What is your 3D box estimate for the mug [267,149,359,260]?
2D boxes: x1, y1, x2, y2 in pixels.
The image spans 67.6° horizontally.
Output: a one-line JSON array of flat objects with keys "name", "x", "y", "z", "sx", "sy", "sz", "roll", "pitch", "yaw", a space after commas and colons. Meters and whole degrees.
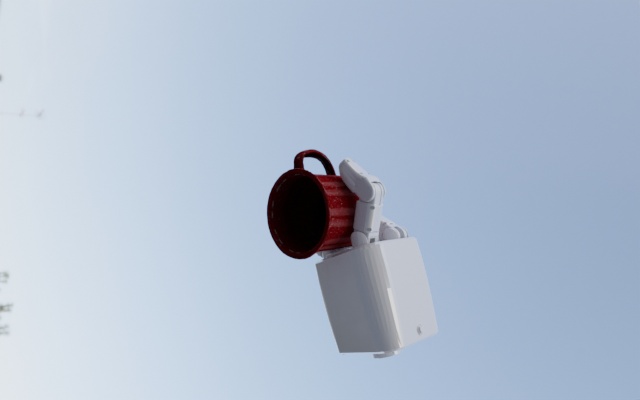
[{"name": "mug", "x": 0.000, "y": 0.000, "z": 0.517, "sx": 0.093, "sy": 0.117, "sz": 0.081, "roll": -21, "pitch": -14, "yaw": 41}]
